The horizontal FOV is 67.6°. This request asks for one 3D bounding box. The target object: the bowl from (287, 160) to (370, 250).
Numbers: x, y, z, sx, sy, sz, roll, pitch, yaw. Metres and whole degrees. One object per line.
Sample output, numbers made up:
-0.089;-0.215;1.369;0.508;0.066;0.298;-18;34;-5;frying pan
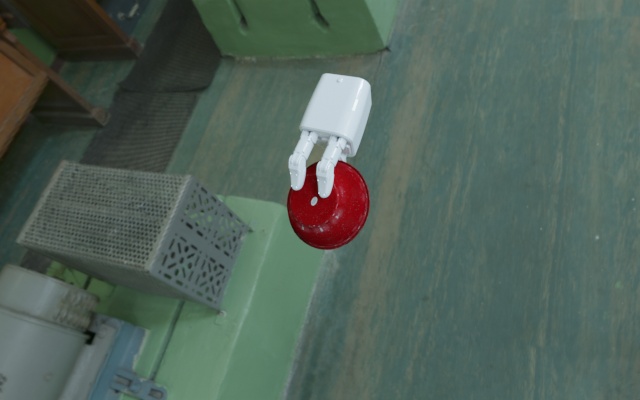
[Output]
0.000;0.004;0.818;0.162;0.162;0.055;0;-7;27;bowl
